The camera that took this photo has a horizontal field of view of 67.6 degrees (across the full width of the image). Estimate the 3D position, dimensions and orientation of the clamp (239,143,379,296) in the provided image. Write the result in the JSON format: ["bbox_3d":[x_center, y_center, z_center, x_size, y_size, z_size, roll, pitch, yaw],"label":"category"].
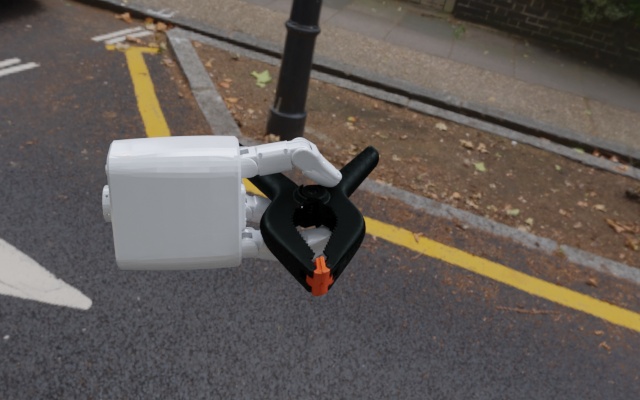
[{"bbox_3d":[0.000,0.001,0.457,0.164,0.036,0.209,-5,38,-12],"label":"clamp"}]
